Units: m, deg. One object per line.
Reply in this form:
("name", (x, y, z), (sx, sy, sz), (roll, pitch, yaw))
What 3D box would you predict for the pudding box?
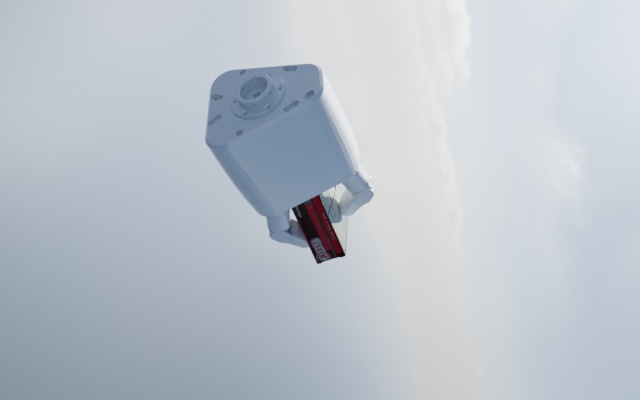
("pudding box", (0.000, 0.002, 0.537), (0.039, 0.090, 0.113), (-15, 26, 15))
